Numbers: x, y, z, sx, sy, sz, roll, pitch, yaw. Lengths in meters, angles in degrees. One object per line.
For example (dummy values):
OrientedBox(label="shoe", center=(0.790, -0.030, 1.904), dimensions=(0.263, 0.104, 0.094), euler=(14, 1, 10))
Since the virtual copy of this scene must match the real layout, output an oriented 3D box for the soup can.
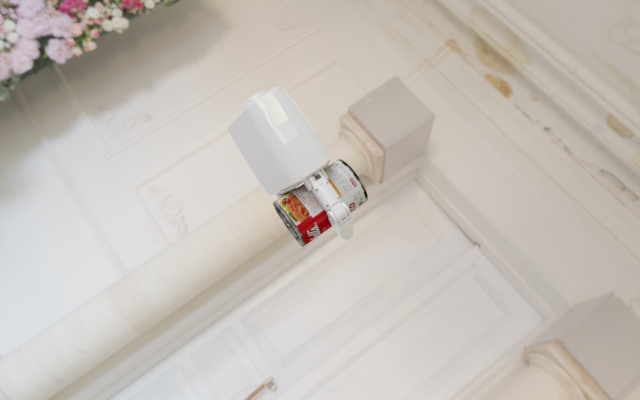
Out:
OrientedBox(label="soup can", center=(0.001, 0.002, 0.604), dimensions=(0.102, 0.068, 0.068), euler=(-35, 7, -11))
